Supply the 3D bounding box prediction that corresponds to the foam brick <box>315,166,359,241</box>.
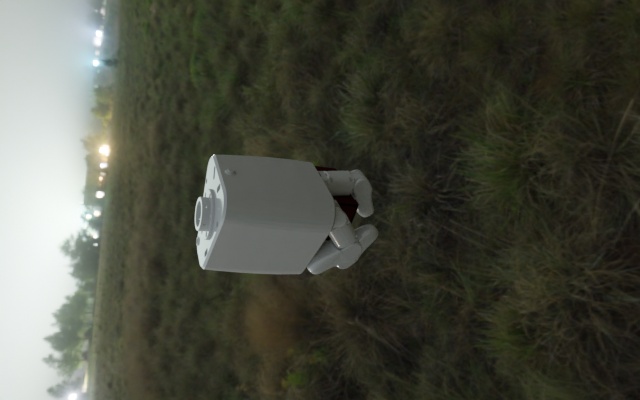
[{"bbox_3d":[0.000,0.002,0.543,0.051,0.053,0.078,4,33,-25],"label":"foam brick"}]
